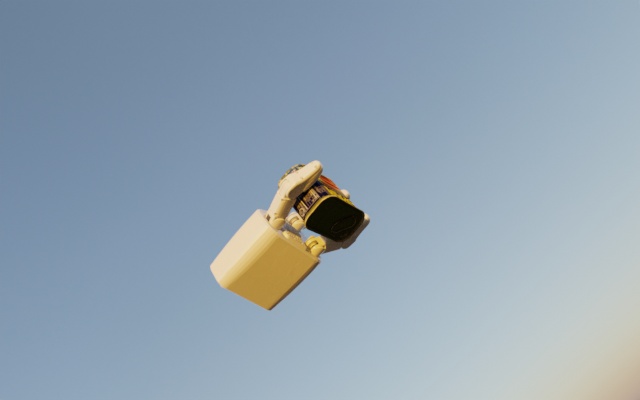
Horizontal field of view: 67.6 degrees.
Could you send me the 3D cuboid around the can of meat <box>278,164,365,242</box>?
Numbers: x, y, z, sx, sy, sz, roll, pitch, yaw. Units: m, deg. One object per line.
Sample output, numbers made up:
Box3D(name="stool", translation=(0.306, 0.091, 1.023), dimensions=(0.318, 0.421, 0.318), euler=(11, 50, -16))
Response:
Box3D(name="can of meat", translation=(0.000, 0.002, 0.656), dimensions=(0.102, 0.057, 0.084), euler=(27, 17, -50))
